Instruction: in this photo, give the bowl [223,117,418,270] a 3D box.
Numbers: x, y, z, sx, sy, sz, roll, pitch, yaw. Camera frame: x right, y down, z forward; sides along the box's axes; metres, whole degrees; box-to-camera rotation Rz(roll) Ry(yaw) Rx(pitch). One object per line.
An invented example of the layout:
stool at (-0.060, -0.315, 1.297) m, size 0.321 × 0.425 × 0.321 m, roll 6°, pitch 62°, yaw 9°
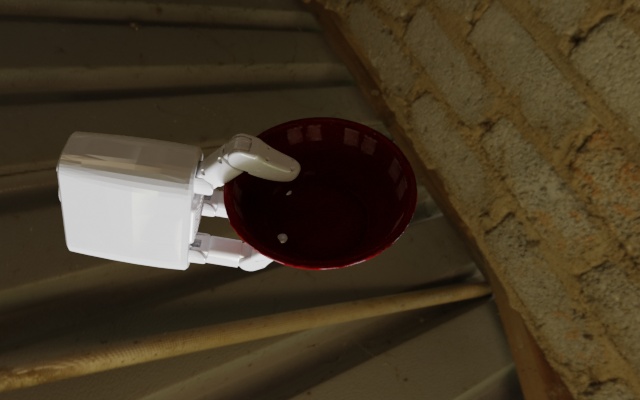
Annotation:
bowl at (0.001, 0.002, 0.418) m, size 0.162 × 0.162 × 0.055 m, roll 0°, pitch -37°, yaw 1°
